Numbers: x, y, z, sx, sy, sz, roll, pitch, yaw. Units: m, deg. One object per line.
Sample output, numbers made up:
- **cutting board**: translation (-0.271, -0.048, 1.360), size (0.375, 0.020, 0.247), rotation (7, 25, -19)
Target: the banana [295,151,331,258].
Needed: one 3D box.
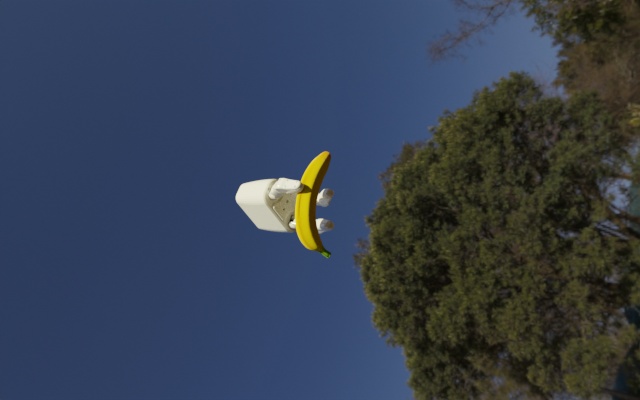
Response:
- **banana**: translation (-0.014, 0.005, 0.872), size (0.069, 0.198, 0.037), rotation (5, -6, -40)
